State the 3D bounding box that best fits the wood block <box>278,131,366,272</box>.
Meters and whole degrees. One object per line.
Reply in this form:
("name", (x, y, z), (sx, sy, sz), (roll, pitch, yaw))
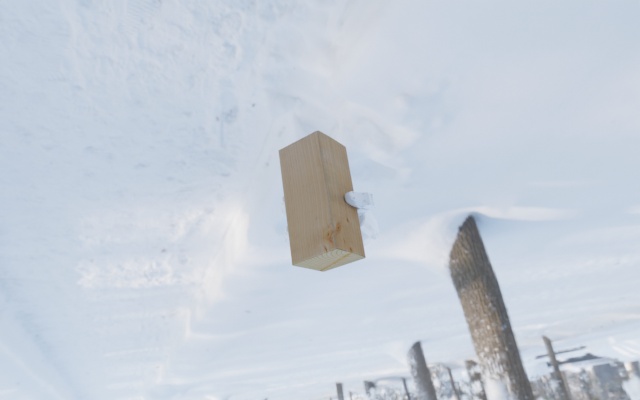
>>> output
("wood block", (0.001, 0.003, 0.796), (0.091, 0.206, 0.090), (-23, -26, 30))
